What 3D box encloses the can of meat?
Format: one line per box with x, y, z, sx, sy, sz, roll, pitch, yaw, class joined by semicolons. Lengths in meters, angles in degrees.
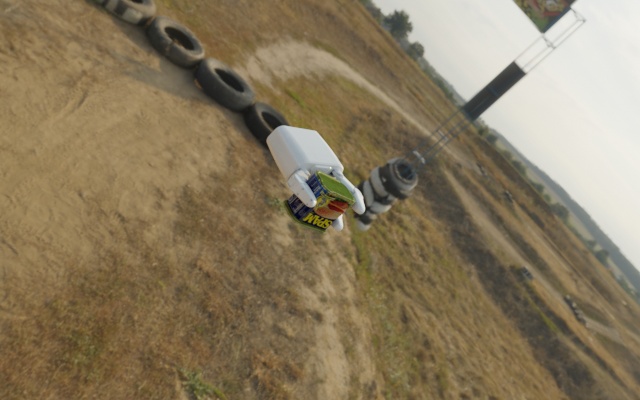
0.000;0.003;0.830;0.084;0.057;0.102;-44;-37;19;can of meat
